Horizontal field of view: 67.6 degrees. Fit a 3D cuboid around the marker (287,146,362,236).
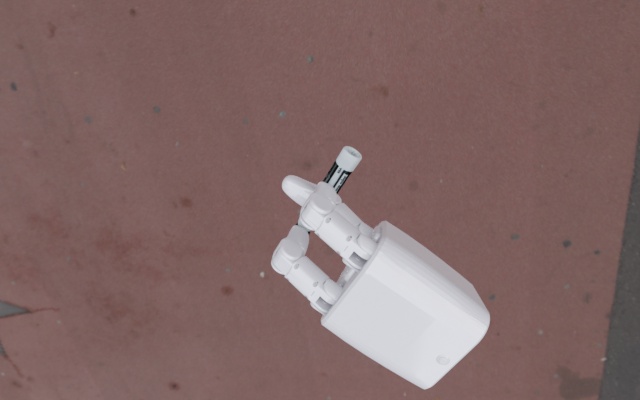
[{"bbox_3d":[0.000,0.001,0.452,0.020,0.121,0.020,25,29,-15],"label":"marker"}]
